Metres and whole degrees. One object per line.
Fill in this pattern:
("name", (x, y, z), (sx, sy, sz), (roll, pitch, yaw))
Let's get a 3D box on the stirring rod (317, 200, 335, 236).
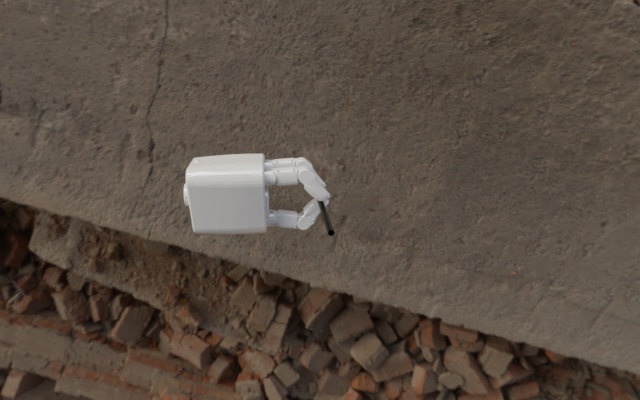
("stirring rod", (0.000, 0.002, 0.681), (0.011, 0.011, 0.239), (0, 18, -6))
